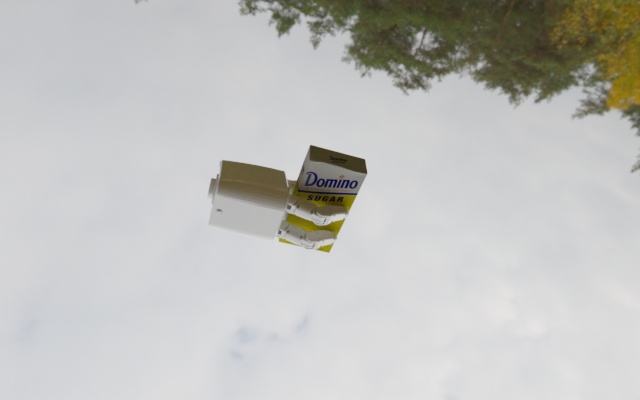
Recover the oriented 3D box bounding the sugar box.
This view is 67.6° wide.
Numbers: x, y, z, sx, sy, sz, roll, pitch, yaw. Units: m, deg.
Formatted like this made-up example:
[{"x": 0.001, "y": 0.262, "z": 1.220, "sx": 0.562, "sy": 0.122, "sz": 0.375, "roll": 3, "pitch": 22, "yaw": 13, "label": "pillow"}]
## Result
[{"x": 0.000, "y": 0.003, "z": 0.762, "sx": 0.093, "sy": 0.176, "sz": 0.048, "roll": 13, "pitch": 40, "yaw": -12, "label": "sugar box"}]
